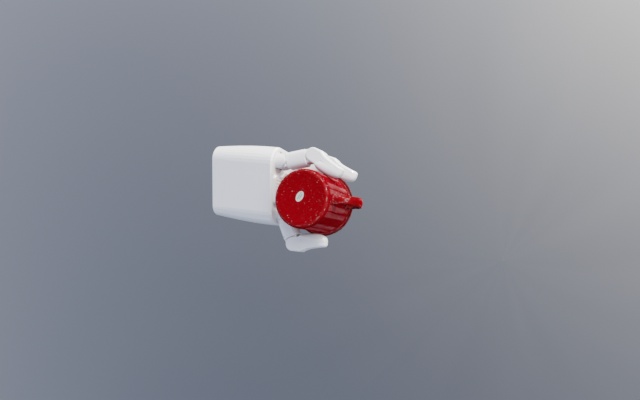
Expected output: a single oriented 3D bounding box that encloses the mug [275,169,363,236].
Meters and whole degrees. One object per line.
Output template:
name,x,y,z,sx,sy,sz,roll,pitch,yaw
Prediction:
mug,0.001,0.002,0.663,0.117,0.093,0.081,4,-5,23
